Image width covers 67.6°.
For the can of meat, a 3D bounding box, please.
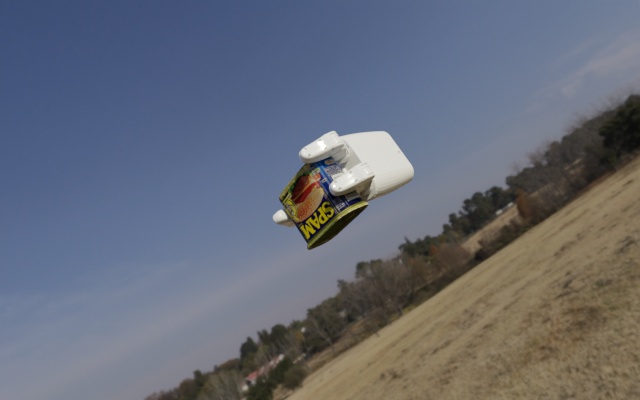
[{"bbox_3d":[0.000,0.002,0.627,0.057,0.084,0.102,-20,-19,-45],"label":"can of meat"}]
